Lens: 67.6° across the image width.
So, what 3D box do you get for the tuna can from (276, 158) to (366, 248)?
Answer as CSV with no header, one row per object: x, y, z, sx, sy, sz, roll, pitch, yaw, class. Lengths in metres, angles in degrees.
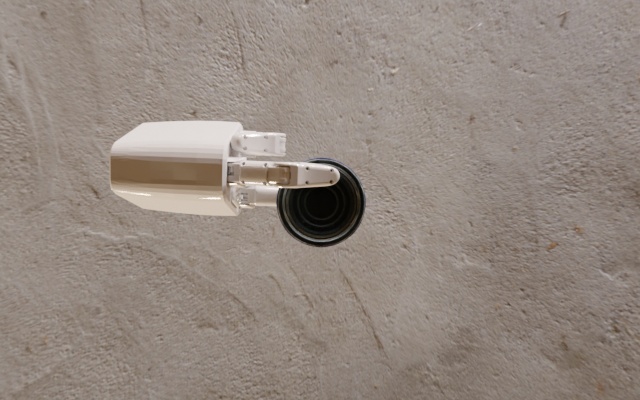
0.000,0.002,0.459,0.086,0.086,0.034,0,3,-4,tuna can
